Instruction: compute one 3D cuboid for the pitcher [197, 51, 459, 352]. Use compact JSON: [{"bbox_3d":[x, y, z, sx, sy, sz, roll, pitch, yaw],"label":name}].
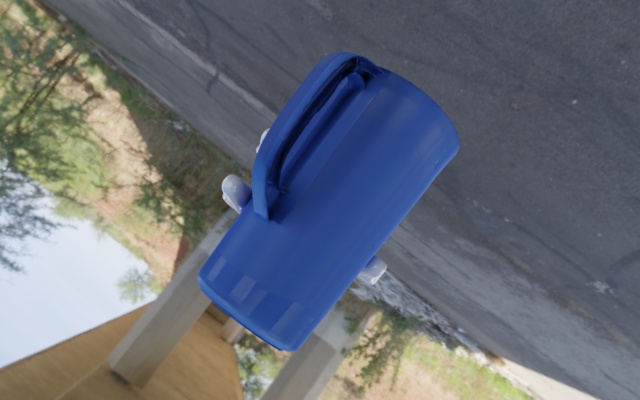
[{"bbox_3d":[0.000,0.001,0.424,0.149,0.243,0.145,39,-12,-6],"label":"pitcher"}]
